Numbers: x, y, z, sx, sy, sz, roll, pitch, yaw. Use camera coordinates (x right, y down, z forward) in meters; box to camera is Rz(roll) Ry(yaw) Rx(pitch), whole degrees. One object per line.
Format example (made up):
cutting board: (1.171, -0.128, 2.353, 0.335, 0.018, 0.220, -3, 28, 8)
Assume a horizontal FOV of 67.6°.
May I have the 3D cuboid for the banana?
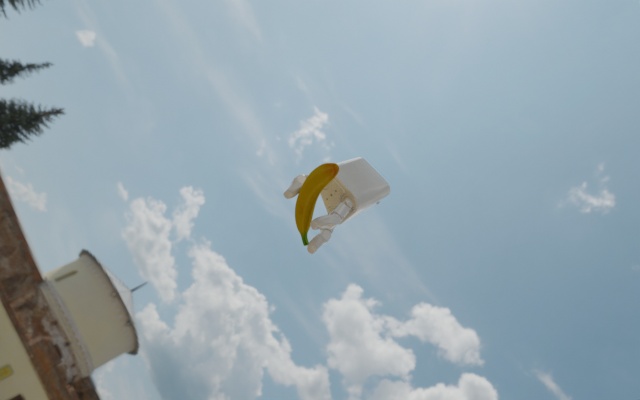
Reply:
banana: (-0.012, -0.007, 0.880, 0.037, 0.198, 0.069, -18, 53, -37)
